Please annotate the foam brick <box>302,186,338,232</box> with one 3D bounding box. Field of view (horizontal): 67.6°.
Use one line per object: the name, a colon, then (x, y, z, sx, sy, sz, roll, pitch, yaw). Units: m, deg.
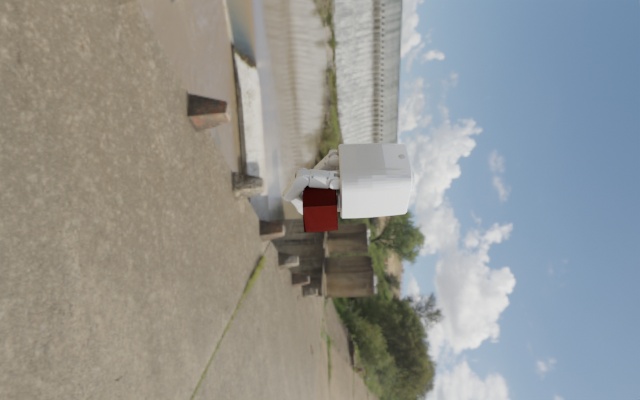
foam brick: (0.000, 0.003, 0.721, 0.051, 0.053, 0.078, -1, 42, 1)
